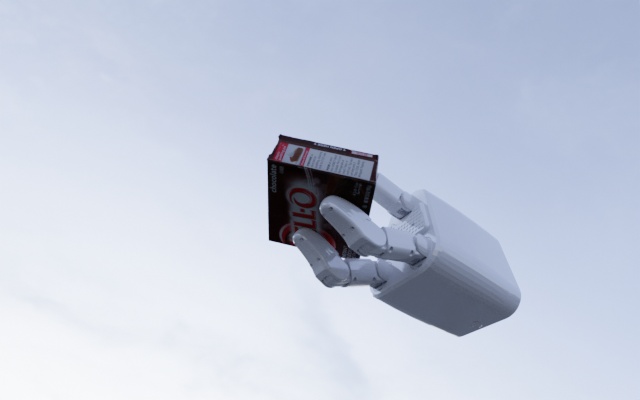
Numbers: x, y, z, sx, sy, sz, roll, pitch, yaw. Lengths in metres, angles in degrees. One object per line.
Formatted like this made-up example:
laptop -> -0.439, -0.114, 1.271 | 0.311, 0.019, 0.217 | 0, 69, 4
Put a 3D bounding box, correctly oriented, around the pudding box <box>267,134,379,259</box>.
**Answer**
pudding box -> 0.000, 0.001, 0.425 | 0.090, 0.039, 0.114 | 12, -43, 5
